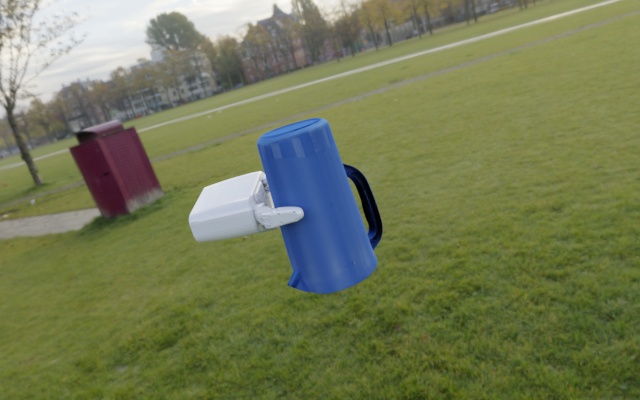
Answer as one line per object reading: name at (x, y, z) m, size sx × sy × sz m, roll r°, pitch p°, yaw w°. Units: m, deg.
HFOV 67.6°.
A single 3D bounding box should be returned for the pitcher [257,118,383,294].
pitcher at (0.000, 0.002, 0.721) m, size 0.145 × 0.243 × 0.149 m, roll -13°, pitch 16°, yaw 15°
